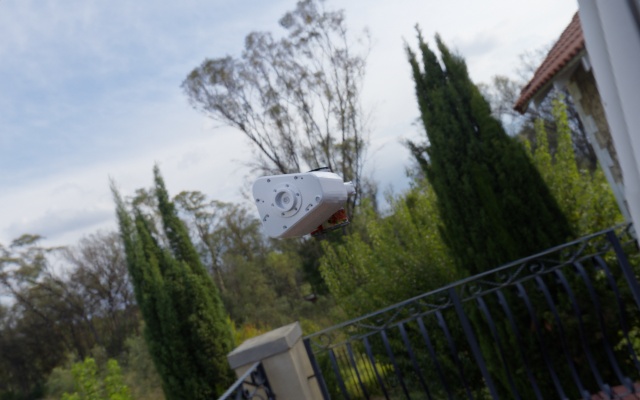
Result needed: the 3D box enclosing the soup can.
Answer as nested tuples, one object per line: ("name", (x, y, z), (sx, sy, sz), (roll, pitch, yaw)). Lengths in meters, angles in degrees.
("soup can", (0.000, 0.002, 0.800), (0.068, 0.102, 0.068), (-20, -6, -2))
